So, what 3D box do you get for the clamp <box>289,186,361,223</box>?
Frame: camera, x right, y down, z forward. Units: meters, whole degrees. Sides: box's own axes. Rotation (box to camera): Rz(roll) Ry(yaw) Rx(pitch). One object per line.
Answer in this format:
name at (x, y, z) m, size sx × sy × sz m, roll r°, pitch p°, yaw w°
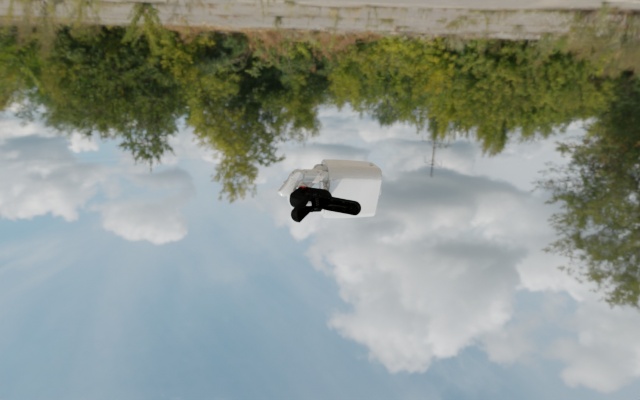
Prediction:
clamp at (0.000, 0.003, 0.854) m, size 0.120 × 0.039 × 0.171 m, roll 2°, pitch 16°, yaw -10°
